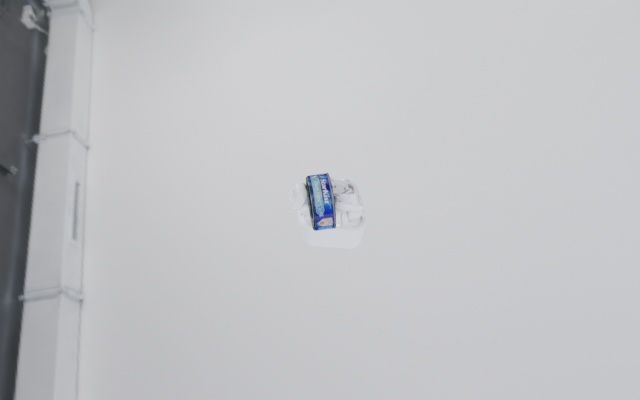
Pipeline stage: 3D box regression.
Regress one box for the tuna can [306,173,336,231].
[{"bbox_3d":[0.000,0.002,0.721,0.034,0.086,0.086,-8,1,-5],"label":"tuna can"}]
